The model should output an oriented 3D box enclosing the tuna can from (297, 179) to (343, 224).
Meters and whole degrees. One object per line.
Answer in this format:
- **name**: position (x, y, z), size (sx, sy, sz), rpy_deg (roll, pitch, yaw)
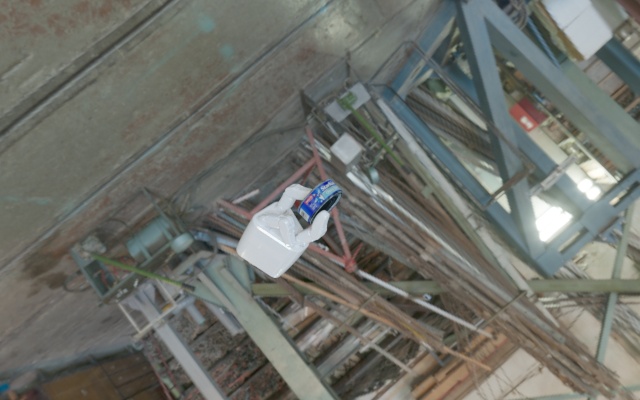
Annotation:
- **tuna can**: position (0.001, 0.003, 0.870), size (0.033, 0.086, 0.086), rpy_deg (45, 13, 14)
